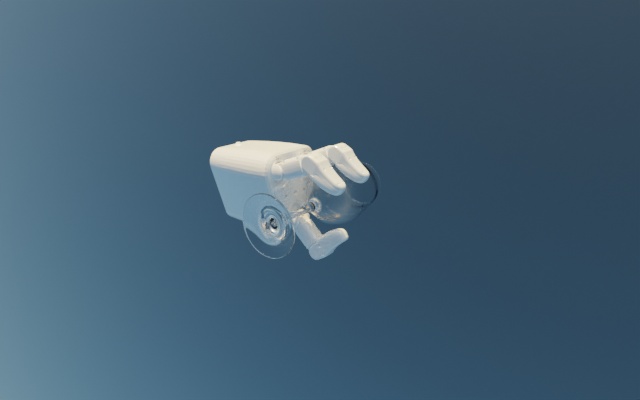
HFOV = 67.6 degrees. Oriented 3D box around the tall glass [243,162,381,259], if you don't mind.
[{"bbox_3d":[0.000,0.002,0.590,0.079,0.079,0.201,0,15,37],"label":"tall glass"}]
